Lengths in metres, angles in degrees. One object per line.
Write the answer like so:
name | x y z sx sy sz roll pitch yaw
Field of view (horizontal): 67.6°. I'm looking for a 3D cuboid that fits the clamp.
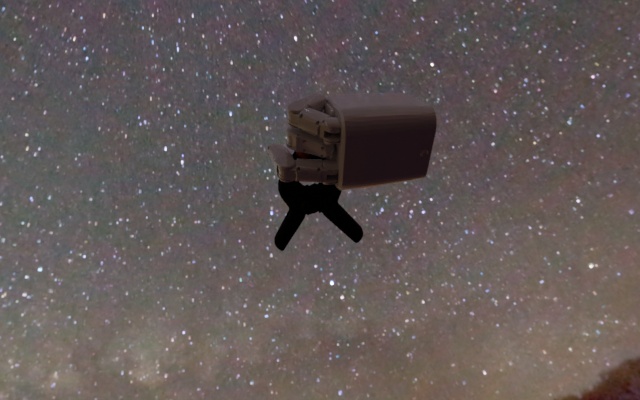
clamp | 0.000 0.001 0.609 0.120 0.172 0.039 -4 45 -8
